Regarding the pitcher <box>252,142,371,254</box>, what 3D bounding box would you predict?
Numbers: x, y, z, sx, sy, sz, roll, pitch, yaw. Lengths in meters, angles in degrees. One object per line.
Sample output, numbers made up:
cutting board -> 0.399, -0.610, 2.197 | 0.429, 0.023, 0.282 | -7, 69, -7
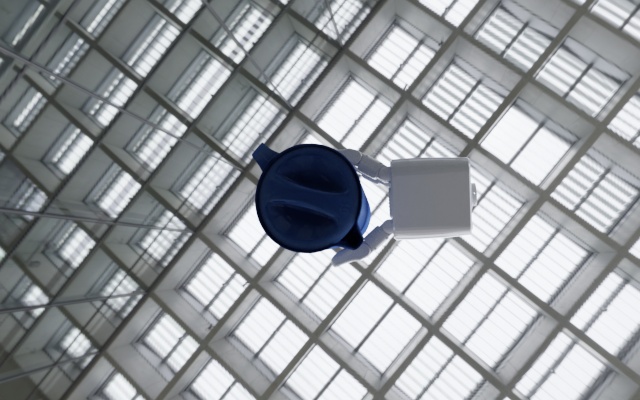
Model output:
pitcher -> 0.000, 0.002, 0.683 | 0.145, 0.149, 0.243 | -5, -8, 11
